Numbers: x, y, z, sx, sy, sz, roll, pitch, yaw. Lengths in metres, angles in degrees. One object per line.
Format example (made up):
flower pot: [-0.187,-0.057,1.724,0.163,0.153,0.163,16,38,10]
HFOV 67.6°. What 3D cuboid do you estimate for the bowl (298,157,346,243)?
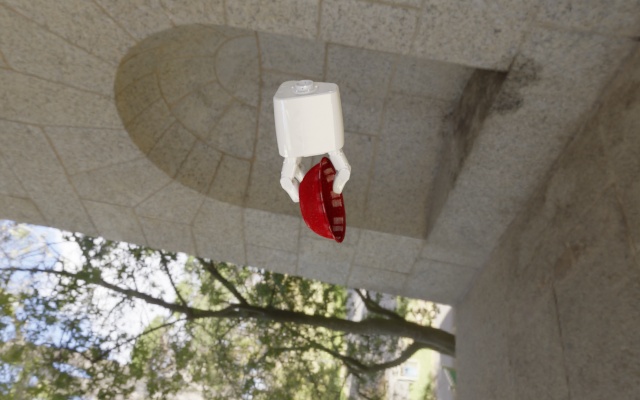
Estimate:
bowl: [0.000,0.004,0.887,0.055,0.162,0.162,-11,-3,15]
